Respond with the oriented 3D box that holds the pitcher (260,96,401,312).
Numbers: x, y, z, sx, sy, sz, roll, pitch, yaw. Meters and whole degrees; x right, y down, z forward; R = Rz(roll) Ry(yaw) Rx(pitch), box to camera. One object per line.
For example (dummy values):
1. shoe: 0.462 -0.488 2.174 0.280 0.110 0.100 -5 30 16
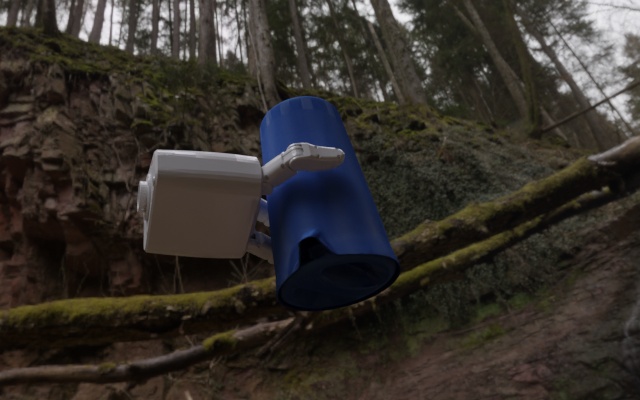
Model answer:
1. pitcher: 0.000 0.002 0.570 0.145 0.242 0.149 4 -37 -25
